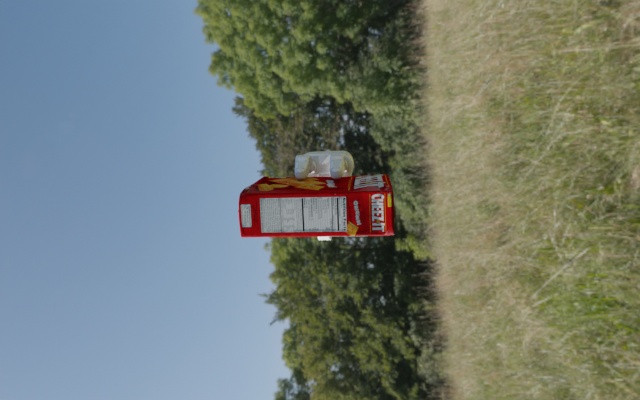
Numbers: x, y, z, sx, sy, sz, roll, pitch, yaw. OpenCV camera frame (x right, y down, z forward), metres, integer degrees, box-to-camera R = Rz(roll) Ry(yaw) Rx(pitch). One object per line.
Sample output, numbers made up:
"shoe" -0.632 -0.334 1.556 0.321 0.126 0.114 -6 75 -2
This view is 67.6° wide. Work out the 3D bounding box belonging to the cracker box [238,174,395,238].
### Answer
"cracker box" 0.000 0.003 0.720 0.214 0.072 0.164 -2 11 6
